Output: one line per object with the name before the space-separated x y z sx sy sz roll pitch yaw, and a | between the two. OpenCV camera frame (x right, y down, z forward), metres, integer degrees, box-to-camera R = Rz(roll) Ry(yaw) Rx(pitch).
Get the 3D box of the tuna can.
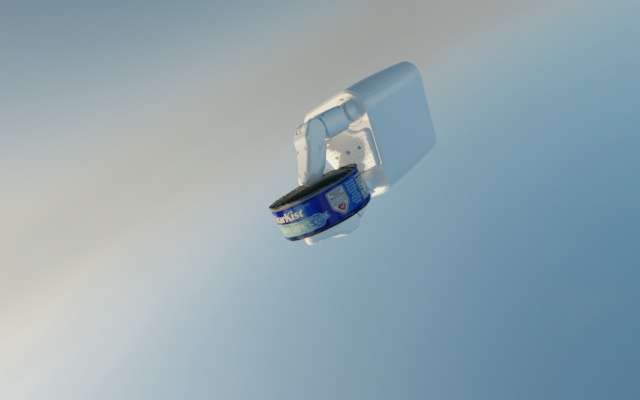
tuna can | 0.000 0.002 0.420 0.086 0.034 0.086 -26 9 4
